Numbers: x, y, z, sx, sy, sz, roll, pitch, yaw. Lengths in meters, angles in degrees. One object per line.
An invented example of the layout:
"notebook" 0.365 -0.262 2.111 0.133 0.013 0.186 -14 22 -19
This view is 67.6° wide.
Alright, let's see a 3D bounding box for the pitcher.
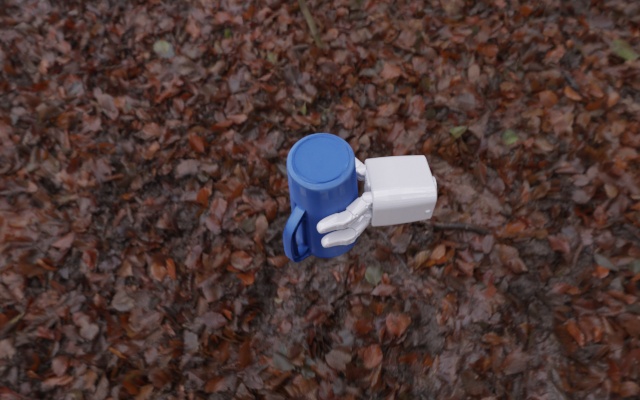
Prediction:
"pitcher" 0.000 0.003 0.833 0.145 0.149 0.243 -5 -30 1
